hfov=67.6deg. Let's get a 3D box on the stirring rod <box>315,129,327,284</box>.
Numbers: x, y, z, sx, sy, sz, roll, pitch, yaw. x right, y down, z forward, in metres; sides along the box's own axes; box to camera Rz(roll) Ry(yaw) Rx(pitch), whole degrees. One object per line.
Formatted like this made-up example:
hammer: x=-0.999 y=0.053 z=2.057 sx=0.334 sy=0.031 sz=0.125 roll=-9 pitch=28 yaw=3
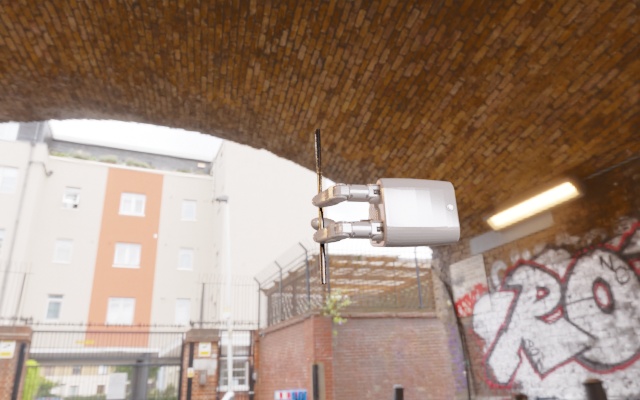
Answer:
stirring rod: x=0.000 y=0.002 z=0.697 sx=0.011 sy=0.239 sz=0.011 roll=-2 pitch=-22 yaw=-1
